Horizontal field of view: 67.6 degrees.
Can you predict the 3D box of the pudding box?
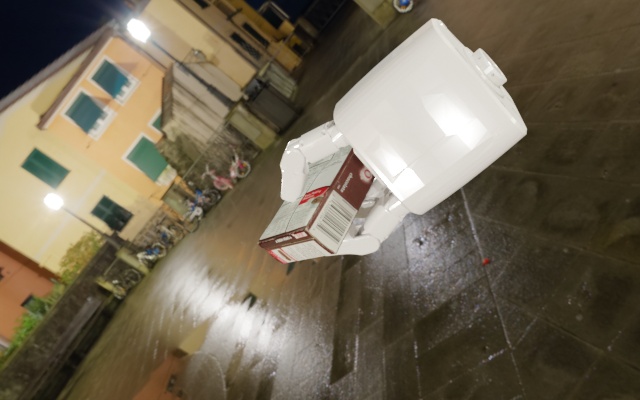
[{"bbox_3d":[0.000,0.001,0.448,0.039,0.113,0.090,43,-32,-18],"label":"pudding box"}]
